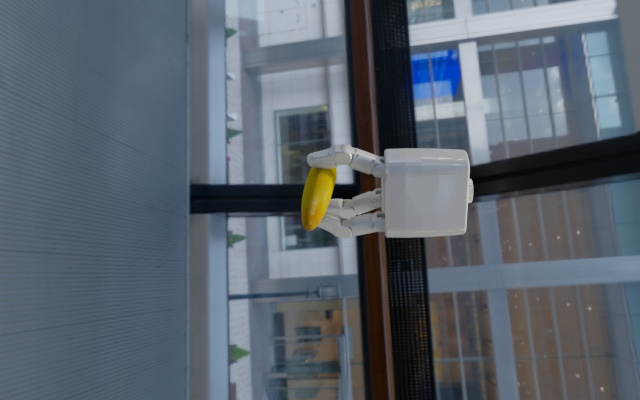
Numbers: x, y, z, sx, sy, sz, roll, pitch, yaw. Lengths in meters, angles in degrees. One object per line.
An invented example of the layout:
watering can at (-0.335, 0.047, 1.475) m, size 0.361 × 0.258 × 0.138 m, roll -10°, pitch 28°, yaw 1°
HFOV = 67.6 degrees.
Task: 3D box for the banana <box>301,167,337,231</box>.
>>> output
banana at (0.001, -0.017, 0.649) m, size 0.037 × 0.069 × 0.197 m, roll 4°, pitch 12°, yaw 5°
